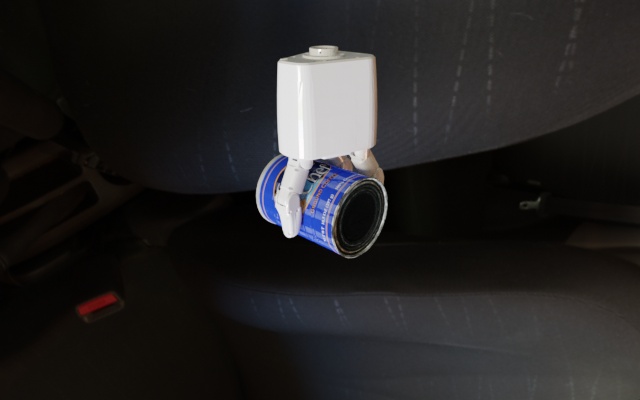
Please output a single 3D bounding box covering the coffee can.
[{"bbox_3d":[0.000,0.002,0.618,0.140,0.103,0.103,22,14,40],"label":"coffee can"}]
